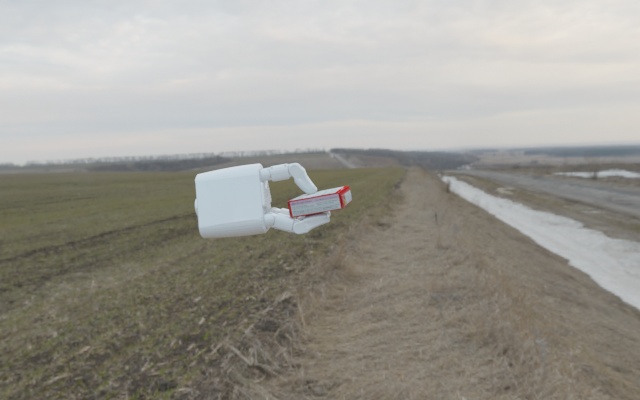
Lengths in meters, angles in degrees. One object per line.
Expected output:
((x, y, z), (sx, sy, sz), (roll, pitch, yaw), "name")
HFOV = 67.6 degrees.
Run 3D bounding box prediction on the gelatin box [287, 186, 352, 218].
((0.000, 0.002, 0.770), (0.089, 0.030, 0.073), (-11, 6, 17), "gelatin box")
